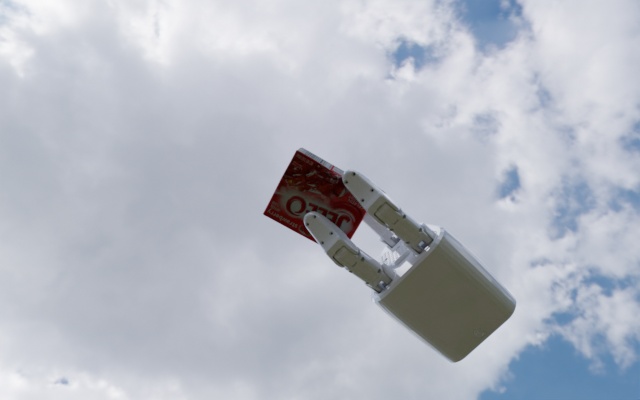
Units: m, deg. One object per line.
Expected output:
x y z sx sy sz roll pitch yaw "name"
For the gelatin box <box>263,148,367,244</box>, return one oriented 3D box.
0.000 0.001 0.469 0.089 0.073 0.030 29 15 0 "gelatin box"
